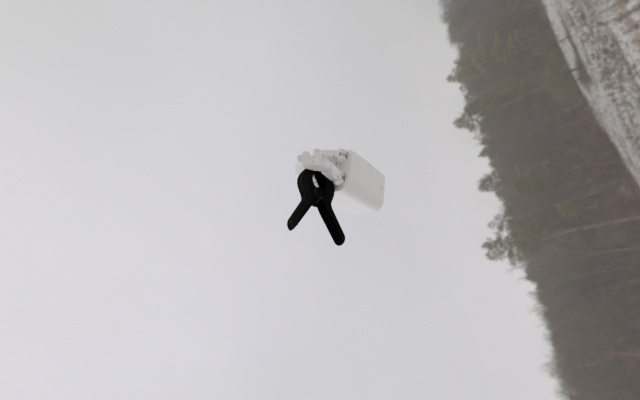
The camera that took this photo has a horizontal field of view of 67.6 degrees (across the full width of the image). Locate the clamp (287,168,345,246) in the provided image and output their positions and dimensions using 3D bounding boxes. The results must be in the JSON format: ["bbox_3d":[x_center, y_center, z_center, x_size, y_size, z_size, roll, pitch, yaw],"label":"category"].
[{"bbox_3d":[0.000,0.003,0.882,0.120,0.171,0.039,32,-40,-30],"label":"clamp"}]
